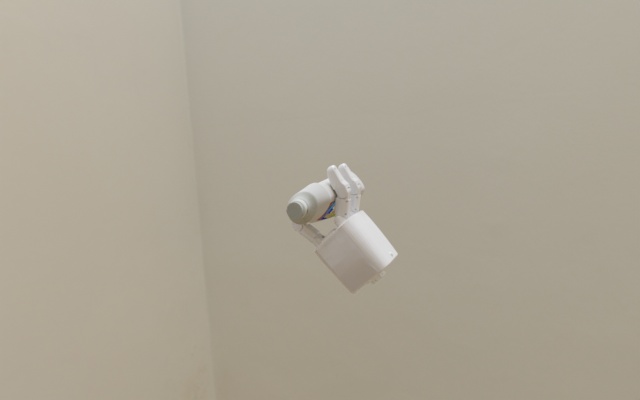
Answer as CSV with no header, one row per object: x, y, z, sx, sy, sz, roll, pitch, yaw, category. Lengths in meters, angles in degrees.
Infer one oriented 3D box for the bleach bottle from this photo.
0.000,0.003,0.874,0.102,0.068,0.251,-44,-9,22,bleach bottle
